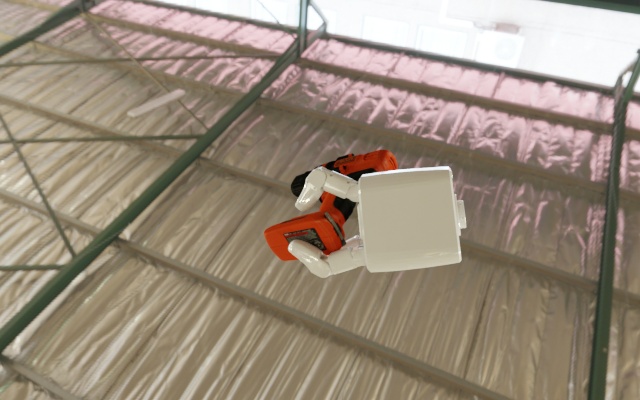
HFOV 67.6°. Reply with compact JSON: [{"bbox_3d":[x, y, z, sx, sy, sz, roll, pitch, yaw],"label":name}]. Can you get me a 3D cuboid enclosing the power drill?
[{"bbox_3d":[0.000,0.002,0.663,0.184,0.057,0.187,-15,27,38],"label":"power drill"}]
